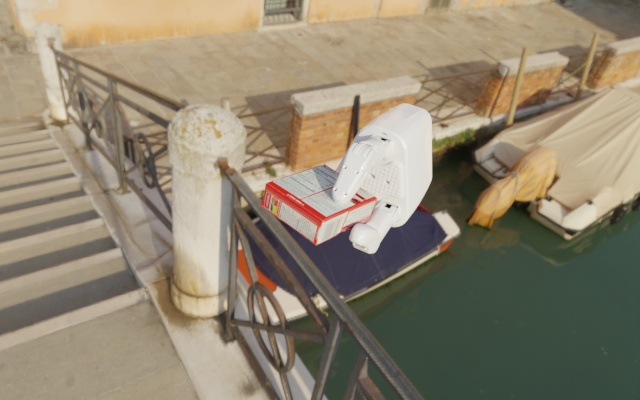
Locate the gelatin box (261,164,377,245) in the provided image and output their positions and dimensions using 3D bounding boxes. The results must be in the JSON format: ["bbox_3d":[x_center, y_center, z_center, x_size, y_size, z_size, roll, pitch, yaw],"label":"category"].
[{"bbox_3d":[0.000,0.001,0.461,0.073,0.030,0.089,33,34,28],"label":"gelatin box"}]
